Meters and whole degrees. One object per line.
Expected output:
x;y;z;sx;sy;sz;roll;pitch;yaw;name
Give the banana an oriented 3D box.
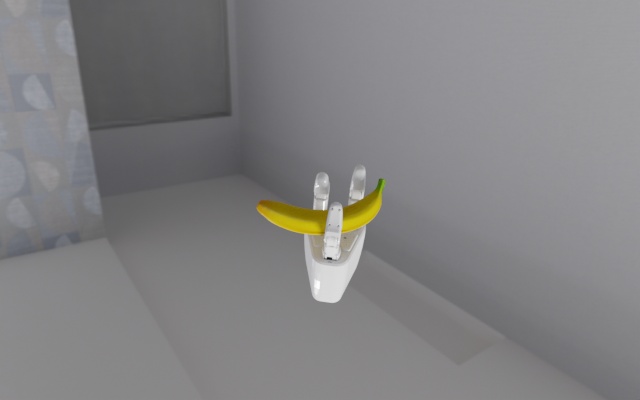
0.007;0.019;0.708;0.198;0.069;0.037;-10;-22;-9;banana
